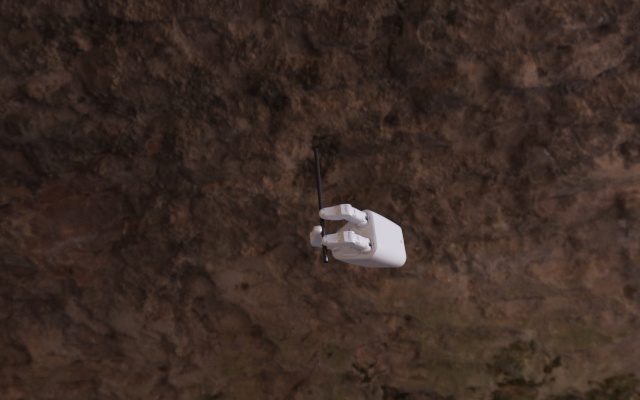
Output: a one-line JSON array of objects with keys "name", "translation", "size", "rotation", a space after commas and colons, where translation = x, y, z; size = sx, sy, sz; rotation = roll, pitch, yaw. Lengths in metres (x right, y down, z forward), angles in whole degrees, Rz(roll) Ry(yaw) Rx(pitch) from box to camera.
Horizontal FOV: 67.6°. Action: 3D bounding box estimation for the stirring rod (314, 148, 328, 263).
[{"name": "stirring rod", "translation": [0.000, 0.003, 0.898], "size": [0.011, 0.239, 0.011], "rotation": [-4, -28, -2]}]
